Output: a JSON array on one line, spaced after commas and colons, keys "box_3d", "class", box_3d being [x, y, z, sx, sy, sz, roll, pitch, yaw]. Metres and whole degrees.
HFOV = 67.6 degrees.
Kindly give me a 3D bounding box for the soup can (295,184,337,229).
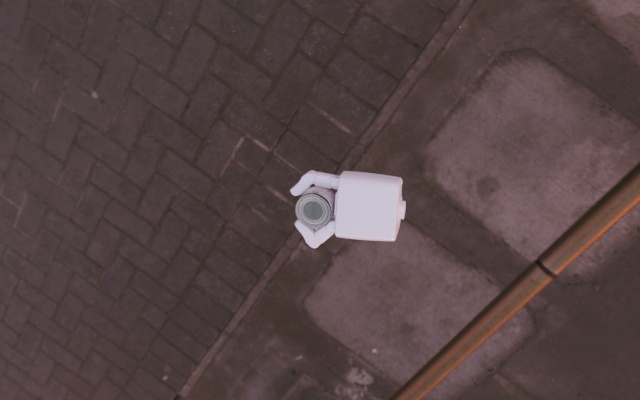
[{"box_3d": [0.000, 0.003, 0.875, 0.068, 0.068, 0.102, 0, 19, 16], "class": "soup can"}]
